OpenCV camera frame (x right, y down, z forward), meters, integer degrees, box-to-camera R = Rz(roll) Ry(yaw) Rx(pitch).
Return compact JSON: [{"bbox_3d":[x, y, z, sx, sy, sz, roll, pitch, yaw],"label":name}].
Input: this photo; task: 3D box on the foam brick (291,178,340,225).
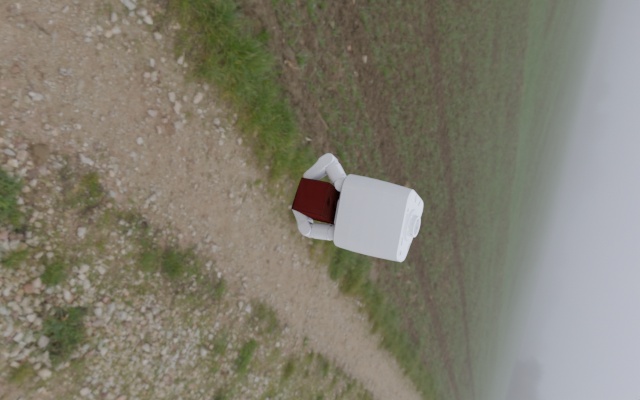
[{"bbox_3d":[0.000,0.002,0.743,0.051,0.053,0.078,12,-9,26],"label":"foam brick"}]
